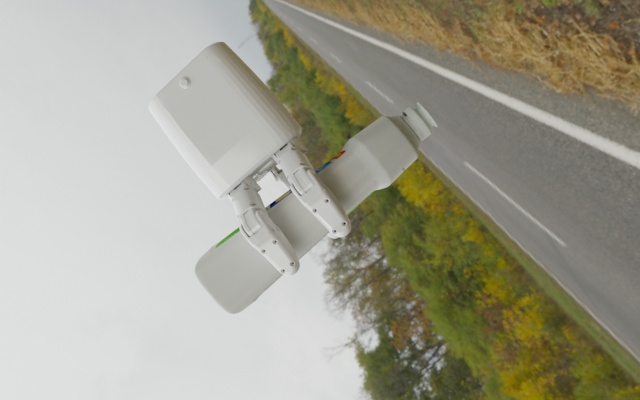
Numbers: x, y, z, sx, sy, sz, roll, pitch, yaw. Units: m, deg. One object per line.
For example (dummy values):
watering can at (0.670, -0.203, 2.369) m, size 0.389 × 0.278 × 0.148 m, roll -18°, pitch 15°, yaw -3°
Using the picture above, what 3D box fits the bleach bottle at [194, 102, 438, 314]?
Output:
bleach bottle at (0.000, 0.002, 0.450) m, size 0.251 × 0.068 × 0.102 m, roll -39°, pitch 2°, yaw 10°
